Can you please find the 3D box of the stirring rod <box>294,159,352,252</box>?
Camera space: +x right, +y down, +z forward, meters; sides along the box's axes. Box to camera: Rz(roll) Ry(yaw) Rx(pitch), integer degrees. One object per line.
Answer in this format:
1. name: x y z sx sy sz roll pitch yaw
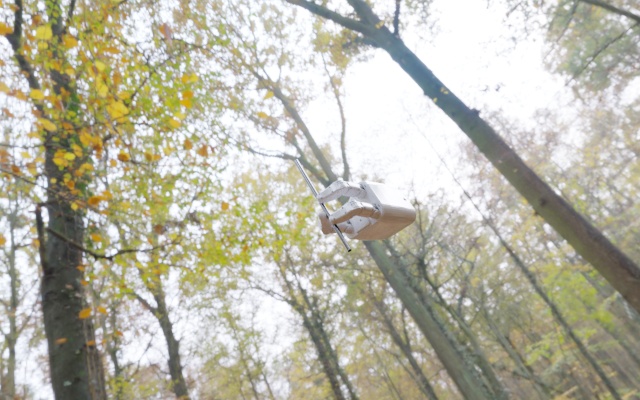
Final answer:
1. stirring rod: 0.000 0.003 0.893 0.011 0.011 0.239 0 44 -36
